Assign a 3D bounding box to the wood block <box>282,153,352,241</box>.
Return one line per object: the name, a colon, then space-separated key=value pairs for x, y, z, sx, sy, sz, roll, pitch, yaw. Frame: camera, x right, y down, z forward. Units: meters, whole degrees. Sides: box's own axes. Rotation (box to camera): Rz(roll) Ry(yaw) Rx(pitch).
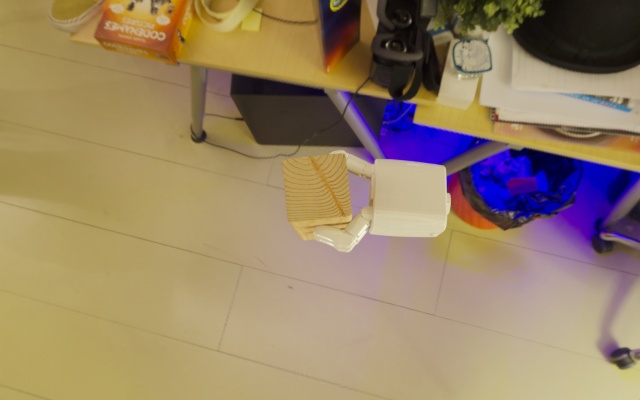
wood block: x=0.000 y=0.002 z=0.745 sx=0.090 sy=0.090 sz=0.206 roll=-6 pitch=-12 yaw=2
